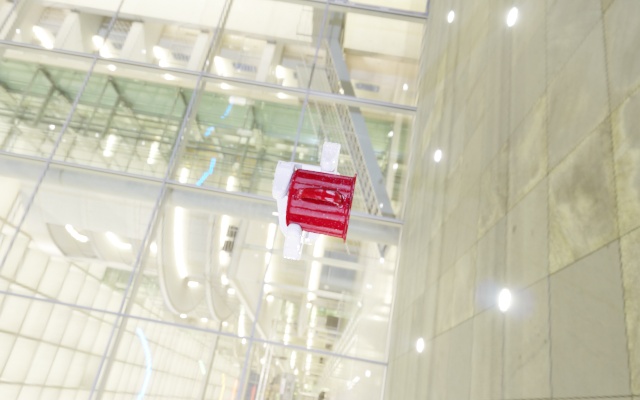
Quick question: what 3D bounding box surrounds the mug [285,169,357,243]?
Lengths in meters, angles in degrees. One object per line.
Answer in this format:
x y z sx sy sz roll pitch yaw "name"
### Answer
0.000 0.002 0.618 0.081 0.093 0.117 10 -6 4 "mug"
